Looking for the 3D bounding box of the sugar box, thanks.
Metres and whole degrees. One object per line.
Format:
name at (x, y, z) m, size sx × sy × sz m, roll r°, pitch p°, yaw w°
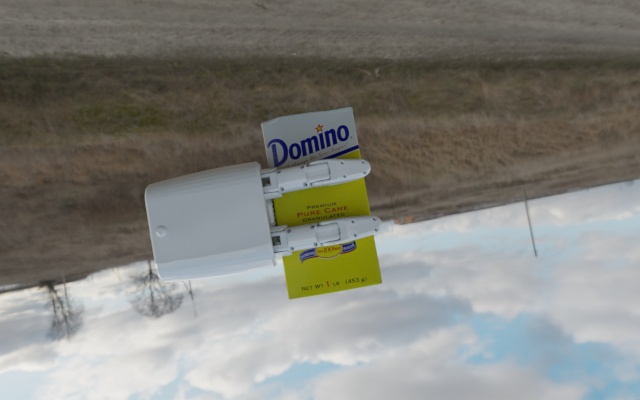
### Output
sugar box at (0.000, 0.002, 0.473) m, size 0.093 × 0.176 × 0.048 m, roll -10°, pitch -3°, yaw -3°
